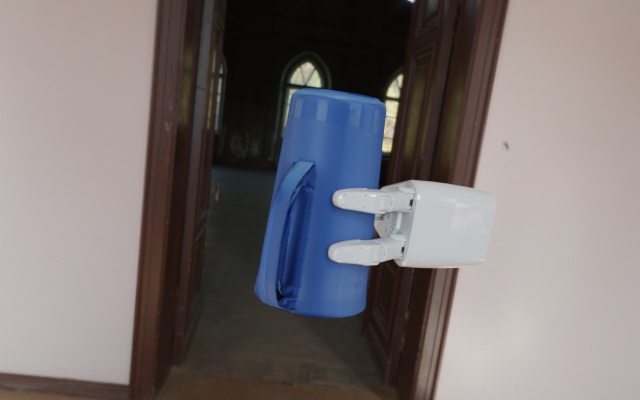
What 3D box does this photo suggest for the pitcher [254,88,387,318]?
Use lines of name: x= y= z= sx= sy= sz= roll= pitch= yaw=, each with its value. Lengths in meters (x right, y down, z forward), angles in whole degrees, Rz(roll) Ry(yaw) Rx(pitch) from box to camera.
pitcher: x=0.000 y=0.002 z=0.539 sx=0.145 sy=0.243 sz=0.149 roll=5 pitch=9 yaw=-18
